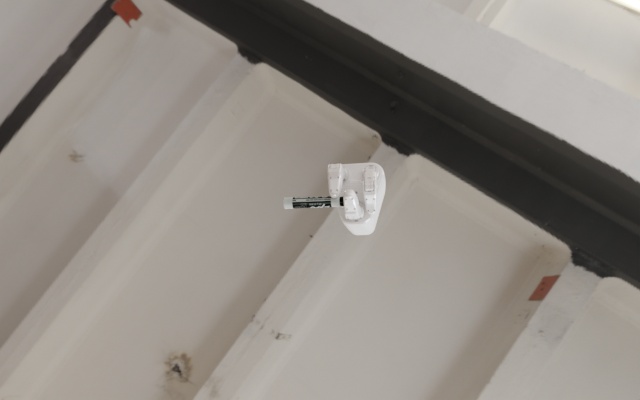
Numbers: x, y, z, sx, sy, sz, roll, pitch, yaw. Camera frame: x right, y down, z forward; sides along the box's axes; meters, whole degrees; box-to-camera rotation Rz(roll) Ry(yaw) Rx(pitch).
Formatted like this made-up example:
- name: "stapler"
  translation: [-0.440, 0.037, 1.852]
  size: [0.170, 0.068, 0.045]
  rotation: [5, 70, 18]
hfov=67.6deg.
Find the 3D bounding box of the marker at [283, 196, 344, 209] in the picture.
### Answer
- name: "marker"
  translation: [0.000, 0.003, 0.776]
  size: [0.121, 0.020, 0.020]
  rotation: [-2, 0, 10]
